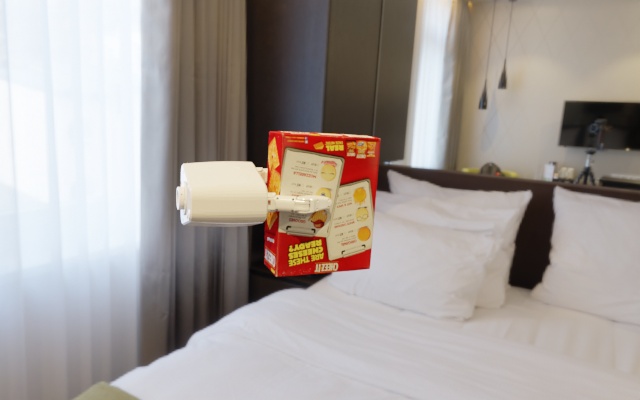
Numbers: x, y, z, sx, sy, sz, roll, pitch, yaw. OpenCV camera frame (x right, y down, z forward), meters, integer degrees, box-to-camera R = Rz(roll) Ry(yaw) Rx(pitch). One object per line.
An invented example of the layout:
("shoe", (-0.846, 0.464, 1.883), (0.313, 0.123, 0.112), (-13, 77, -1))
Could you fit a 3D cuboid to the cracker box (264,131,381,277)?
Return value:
("cracker box", (0.000, 0.002, 0.750), (0.164, 0.214, 0.072), (-1, 11, -24))
